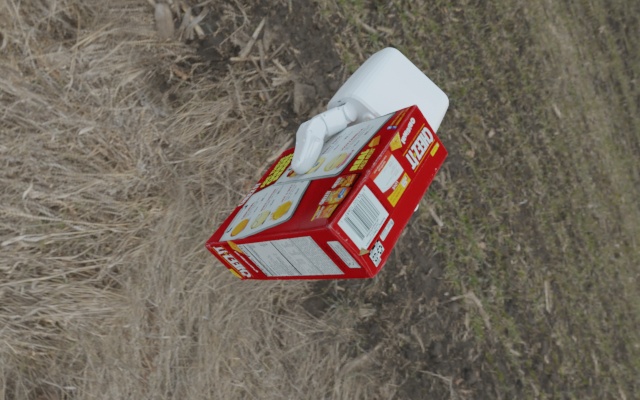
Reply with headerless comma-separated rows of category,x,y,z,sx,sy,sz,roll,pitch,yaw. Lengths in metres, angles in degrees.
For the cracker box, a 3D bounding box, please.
cracker box,0.000,0.001,0.487,0.214,0.072,0.164,-12,34,50
